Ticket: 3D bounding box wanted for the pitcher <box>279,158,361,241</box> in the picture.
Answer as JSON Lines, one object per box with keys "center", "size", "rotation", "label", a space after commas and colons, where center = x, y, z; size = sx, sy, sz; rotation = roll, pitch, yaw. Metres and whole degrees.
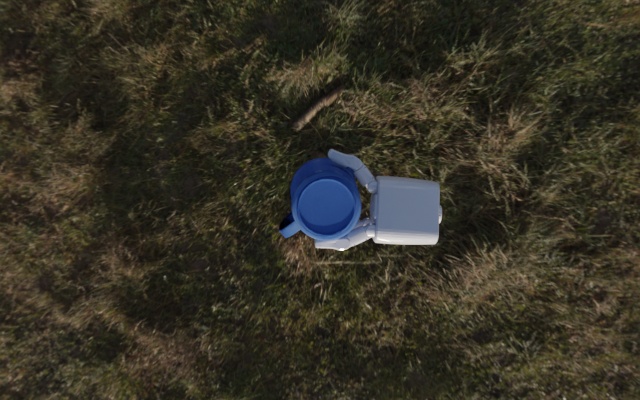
{"center": [0.000, 0.003, 0.841], "size": [0.145, 0.149, 0.243], "rotation": [6, 7, -1], "label": "pitcher"}
